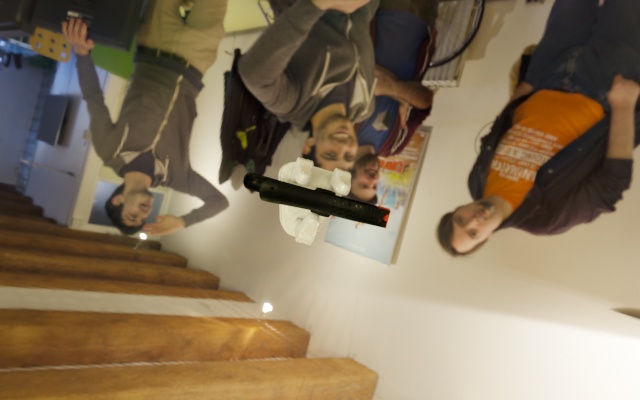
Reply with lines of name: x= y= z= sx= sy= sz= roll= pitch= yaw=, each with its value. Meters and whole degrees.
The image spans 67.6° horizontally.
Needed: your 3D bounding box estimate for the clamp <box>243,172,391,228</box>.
clamp: x=0.000 y=0.003 z=0.639 sx=0.210 sy=0.036 sz=0.164 roll=15 pitch=4 yaw=-10
